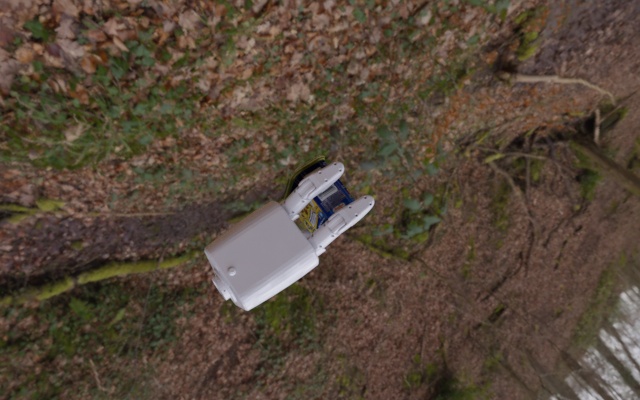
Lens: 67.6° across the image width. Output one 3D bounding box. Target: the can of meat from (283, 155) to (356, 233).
[{"bbox_3d":[0.000,0.002,0.636,0.057,0.084,0.102,-33,-13,-22],"label":"can of meat"}]
